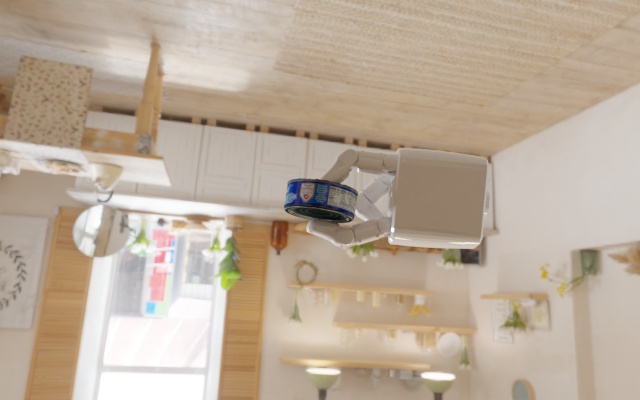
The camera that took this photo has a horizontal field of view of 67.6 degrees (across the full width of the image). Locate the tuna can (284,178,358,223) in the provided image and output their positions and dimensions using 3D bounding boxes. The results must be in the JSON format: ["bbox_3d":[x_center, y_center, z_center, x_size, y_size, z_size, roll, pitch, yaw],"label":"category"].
[{"bbox_3d":[0.000,0.002,0.566,0.086,0.033,0.086,8,-12,2],"label":"tuna can"}]
